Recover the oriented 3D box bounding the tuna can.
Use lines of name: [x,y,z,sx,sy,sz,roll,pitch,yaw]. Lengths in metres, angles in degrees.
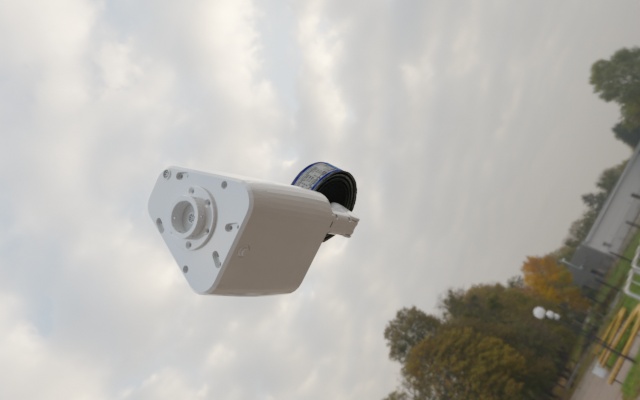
tuna can: [0.000,0.001,0.523,0.033,0.086,0.086,29,17,35]
